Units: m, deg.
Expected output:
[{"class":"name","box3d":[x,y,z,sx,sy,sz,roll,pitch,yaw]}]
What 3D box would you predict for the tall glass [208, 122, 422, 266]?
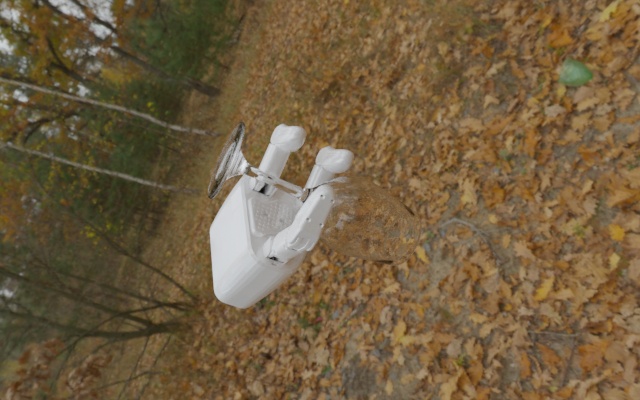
[{"class":"tall glass","box3d":[0.000,0.001,0.459,0.201,0.079,0.079,24,-9,-21]}]
